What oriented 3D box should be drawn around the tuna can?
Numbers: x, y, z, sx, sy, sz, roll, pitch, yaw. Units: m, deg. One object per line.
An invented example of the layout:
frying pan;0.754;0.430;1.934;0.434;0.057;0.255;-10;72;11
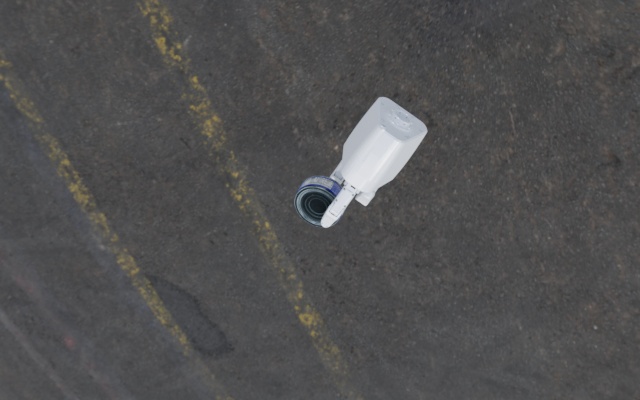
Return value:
tuna can;0.000;0.003;0.801;0.086;0.086;0.033;0;34;23
